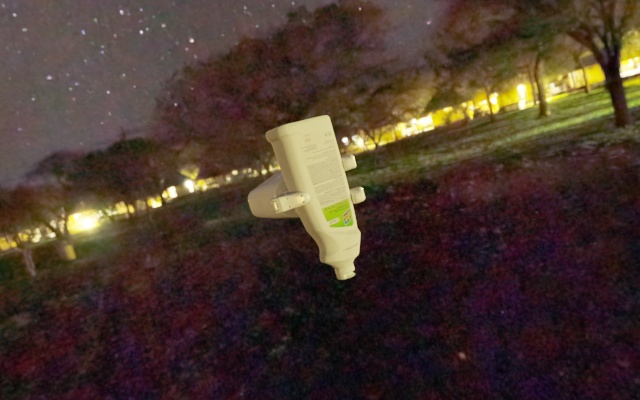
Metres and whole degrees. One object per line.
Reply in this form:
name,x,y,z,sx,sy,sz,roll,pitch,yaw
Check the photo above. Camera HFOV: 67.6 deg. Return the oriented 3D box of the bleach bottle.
bleach bottle,0.000,0.002,0.735,0.102,0.251,0.068,-20,7,-34
